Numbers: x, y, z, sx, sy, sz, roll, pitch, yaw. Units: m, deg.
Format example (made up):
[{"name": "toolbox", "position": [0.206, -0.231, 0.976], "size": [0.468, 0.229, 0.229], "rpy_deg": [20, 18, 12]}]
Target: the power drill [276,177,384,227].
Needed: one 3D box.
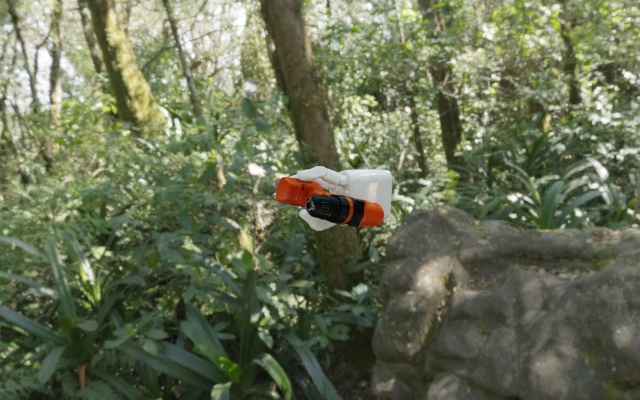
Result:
[{"name": "power drill", "position": [0.000, 0.003, 0.894], "size": [0.184, 0.057, 0.187], "rpy_deg": [12, 7, -45]}]
